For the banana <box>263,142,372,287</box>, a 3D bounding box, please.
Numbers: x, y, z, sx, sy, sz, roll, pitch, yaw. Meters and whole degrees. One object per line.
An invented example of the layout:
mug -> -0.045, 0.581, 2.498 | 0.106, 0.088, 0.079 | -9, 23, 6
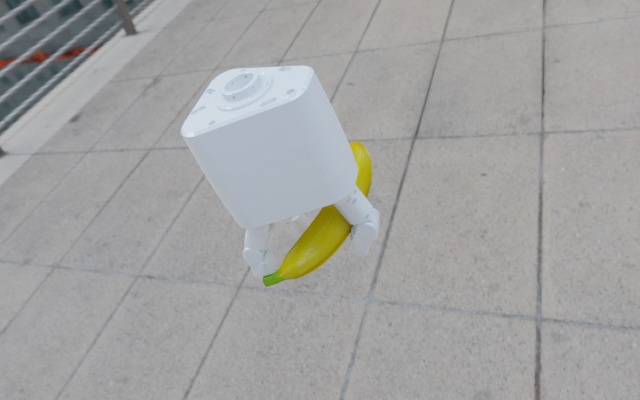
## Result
banana -> 0.013, 0.006, 0.489 | 0.069, 0.197, 0.037 | 9, -36, 40
